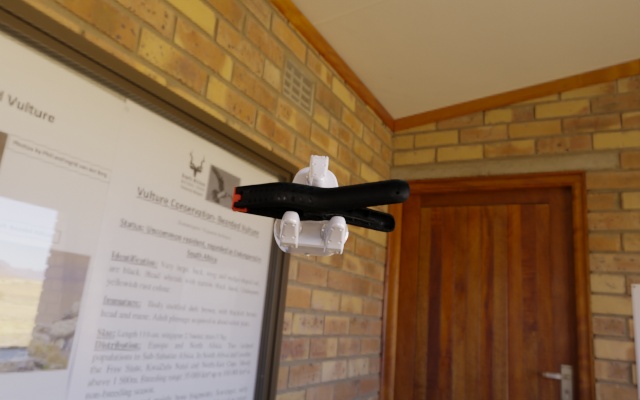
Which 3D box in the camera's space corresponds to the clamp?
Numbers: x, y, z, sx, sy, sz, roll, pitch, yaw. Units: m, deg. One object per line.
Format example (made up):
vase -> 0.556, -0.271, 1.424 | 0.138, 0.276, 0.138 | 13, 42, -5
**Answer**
clamp -> 0.000, 0.001, 0.559 | 0.210, 0.036, 0.165 | 6, -17, -2
